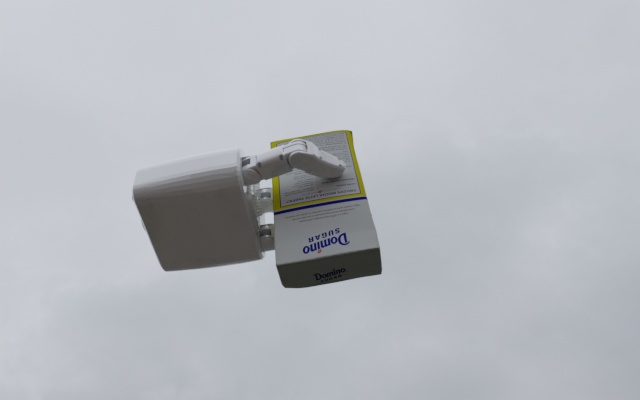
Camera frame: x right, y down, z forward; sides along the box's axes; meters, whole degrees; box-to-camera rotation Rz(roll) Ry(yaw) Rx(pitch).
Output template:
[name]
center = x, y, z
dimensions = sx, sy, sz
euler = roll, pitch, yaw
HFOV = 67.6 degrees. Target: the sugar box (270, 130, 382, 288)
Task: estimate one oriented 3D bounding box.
[sugar box]
center = 0.000, 0.002, 0.479
dimensions = 0.093, 0.176, 0.048
euler = -9, -43, 2
